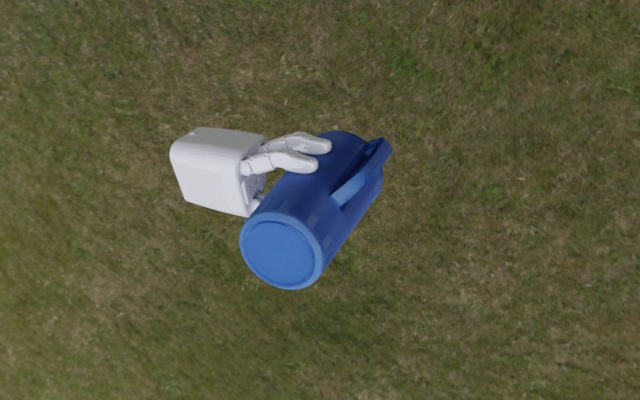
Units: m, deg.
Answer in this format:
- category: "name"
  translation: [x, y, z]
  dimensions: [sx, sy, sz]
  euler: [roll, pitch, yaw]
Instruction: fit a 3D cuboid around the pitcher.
- category: "pitcher"
  translation: [0.000, 0.002, 0.638]
  dimensions: [0.145, 0.149, 0.242]
  euler: [14, 32, 15]
